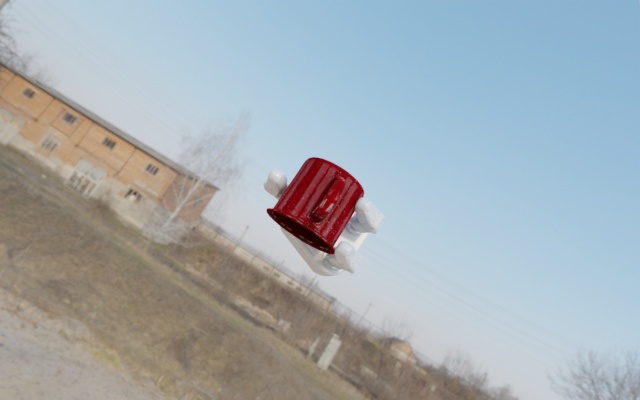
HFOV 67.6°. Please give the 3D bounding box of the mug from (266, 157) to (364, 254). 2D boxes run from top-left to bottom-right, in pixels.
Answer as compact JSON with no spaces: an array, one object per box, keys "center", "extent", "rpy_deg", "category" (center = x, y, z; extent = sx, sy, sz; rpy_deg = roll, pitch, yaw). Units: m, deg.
[{"center":[0.000,0.001,0.542],"extent":[0.093,0.081,0.117],"rpy_deg":[34,-14,-4],"category":"mug"}]
